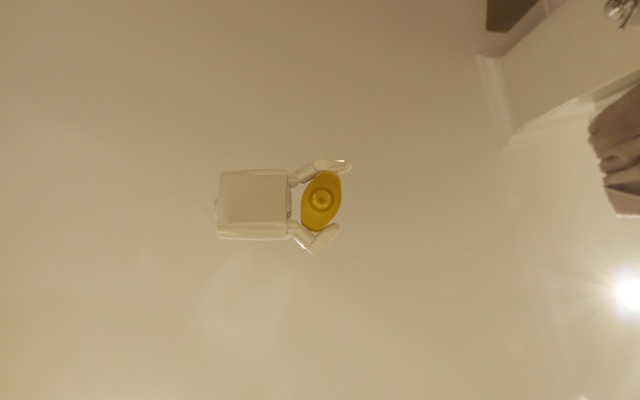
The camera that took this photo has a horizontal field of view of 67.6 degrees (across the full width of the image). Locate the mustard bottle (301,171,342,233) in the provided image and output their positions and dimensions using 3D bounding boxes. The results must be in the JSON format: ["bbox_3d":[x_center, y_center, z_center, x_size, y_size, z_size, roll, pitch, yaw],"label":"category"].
[{"bbox_3d":[0.000,0.003,0.752,0.058,0.096,0.191,24,-3,1],"label":"mustard bottle"}]
